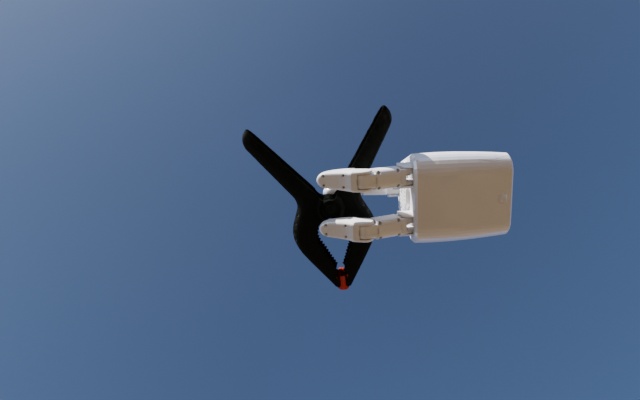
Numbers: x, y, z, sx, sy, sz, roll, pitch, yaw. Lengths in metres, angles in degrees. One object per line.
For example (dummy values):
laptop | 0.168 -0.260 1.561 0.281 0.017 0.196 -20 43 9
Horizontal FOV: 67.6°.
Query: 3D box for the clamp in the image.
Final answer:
clamp | 0.000 0.002 0.546 0.164 0.210 0.036 -3 15 2
